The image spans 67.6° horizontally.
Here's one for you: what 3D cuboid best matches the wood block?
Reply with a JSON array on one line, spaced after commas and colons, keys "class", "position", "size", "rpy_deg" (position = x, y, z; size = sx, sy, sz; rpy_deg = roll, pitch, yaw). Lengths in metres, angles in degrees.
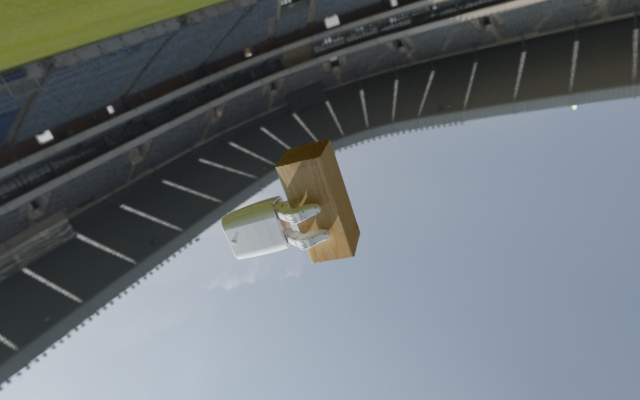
[{"class": "wood block", "position": [0.000, 0.003, 0.897], "size": [0.090, 0.206, 0.090], "rpy_deg": [-12, 24, 18]}]
